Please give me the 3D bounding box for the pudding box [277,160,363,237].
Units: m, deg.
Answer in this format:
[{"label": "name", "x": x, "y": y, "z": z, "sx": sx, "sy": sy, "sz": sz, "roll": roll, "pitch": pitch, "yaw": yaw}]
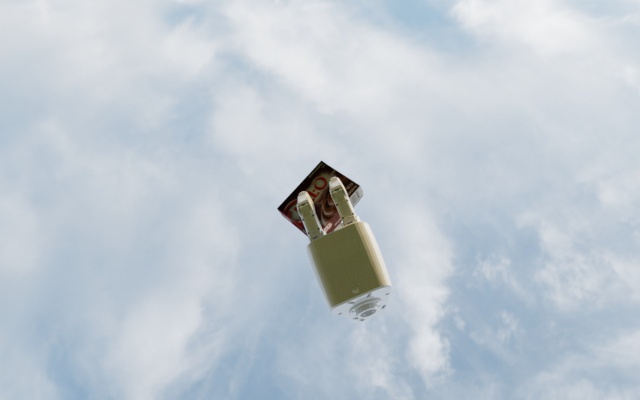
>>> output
[{"label": "pudding box", "x": 0.000, "y": 0.003, "z": 0.769, "sx": 0.090, "sy": 0.113, "sz": 0.039, "roll": 36, "pitch": -14, "yaw": 31}]
